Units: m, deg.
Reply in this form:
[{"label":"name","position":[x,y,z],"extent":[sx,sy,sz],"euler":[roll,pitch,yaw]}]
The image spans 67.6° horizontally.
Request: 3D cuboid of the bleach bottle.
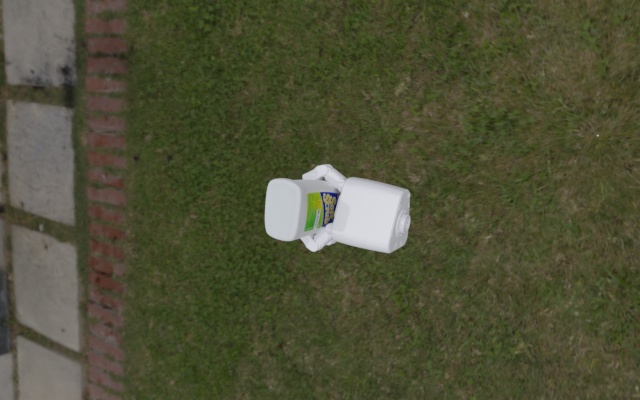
[{"label":"bleach bottle","position":[0.000,0.003,0.856],"extent":[0.068,0.102,0.251],"euler":[13,13,28]}]
